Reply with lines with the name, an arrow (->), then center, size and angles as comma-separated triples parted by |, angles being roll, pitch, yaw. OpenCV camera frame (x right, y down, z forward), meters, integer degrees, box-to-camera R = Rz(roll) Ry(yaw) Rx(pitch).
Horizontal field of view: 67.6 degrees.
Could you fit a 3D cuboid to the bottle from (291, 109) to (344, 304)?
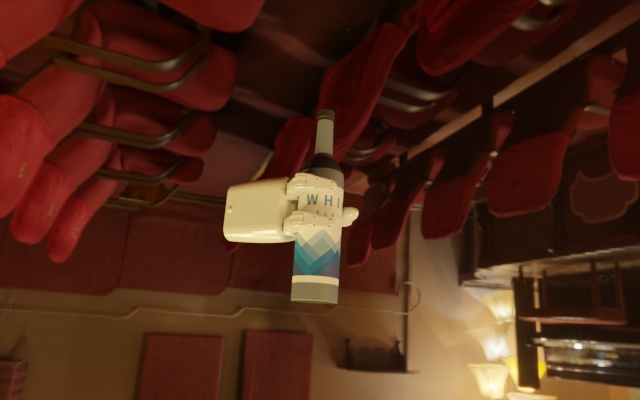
bottle -> 0.000, 0.003, 0.716 | 0.069, 0.295, 0.069 | 3, -15, 1
